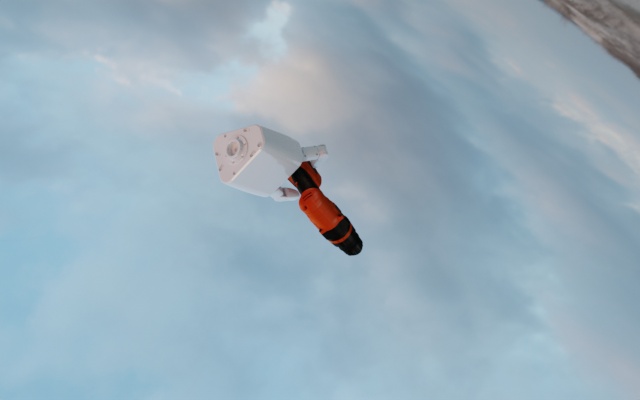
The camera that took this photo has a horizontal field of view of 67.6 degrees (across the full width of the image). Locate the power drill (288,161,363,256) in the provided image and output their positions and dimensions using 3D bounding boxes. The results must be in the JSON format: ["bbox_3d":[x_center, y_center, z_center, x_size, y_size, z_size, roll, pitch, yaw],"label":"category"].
[{"bbox_3d":[0.000,0.002,0.875,0.184,0.057,0.187,51,4,-44],"label":"power drill"}]
